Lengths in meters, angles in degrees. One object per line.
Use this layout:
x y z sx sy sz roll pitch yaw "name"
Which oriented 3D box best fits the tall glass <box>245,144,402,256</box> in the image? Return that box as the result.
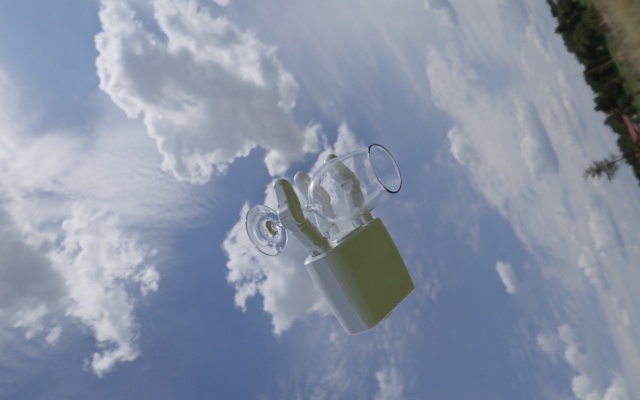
-0.001 0.002 0.589 0.201 0.079 0.079 -28 -17 34 "tall glass"
